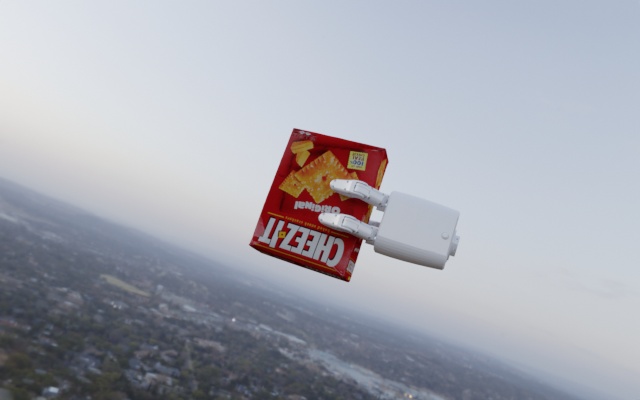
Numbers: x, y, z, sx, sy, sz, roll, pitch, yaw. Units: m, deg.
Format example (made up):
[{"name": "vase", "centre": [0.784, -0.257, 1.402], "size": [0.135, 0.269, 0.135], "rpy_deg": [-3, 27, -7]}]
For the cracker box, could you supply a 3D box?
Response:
[{"name": "cracker box", "centre": [0.000, 0.002, 0.772], "size": [0.164, 0.213, 0.072], "rpy_deg": [16, -12, 17]}]
